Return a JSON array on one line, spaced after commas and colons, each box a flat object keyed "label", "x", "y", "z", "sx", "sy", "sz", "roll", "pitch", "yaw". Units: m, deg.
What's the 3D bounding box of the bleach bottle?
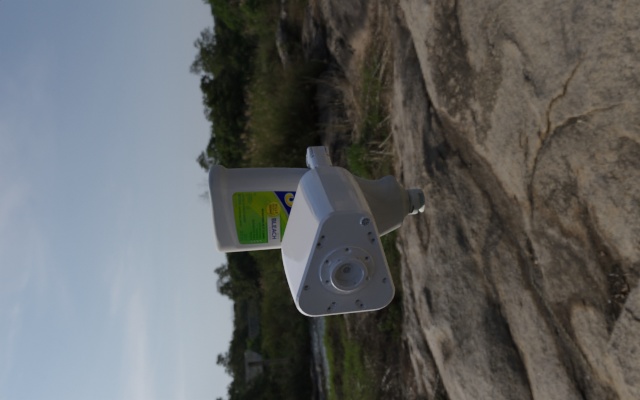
[{"label": "bleach bottle", "x": 0.000, "y": 0.002, "z": 0.567, "sx": 0.251, "sy": 0.103, "sz": 0.068, "roll": -5, "pitch": 23, "yaw": -8}]
